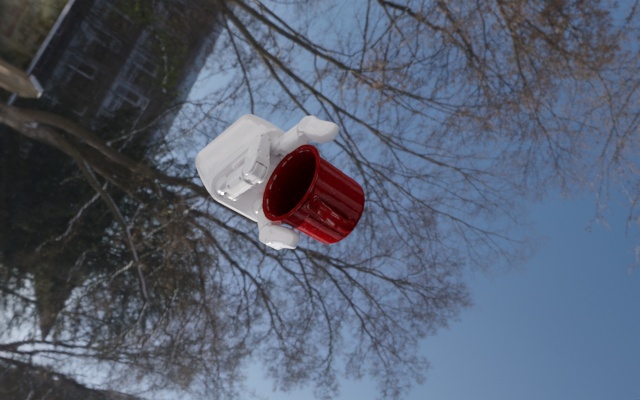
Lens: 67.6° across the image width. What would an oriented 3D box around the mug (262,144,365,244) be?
[{"bbox_3d":[0.001,0.002,0.523,0.081,0.093,0.117,31,5,-33],"label":"mug"}]
